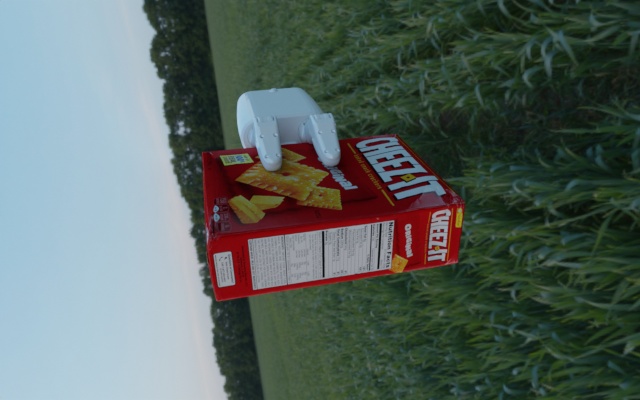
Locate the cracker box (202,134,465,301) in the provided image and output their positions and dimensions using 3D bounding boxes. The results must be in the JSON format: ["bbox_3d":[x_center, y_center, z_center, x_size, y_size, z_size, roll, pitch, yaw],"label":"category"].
[{"bbox_3d":[0.000,0.002,0.452,0.213,0.072,0.164,-7,31,-11],"label":"cracker box"}]
